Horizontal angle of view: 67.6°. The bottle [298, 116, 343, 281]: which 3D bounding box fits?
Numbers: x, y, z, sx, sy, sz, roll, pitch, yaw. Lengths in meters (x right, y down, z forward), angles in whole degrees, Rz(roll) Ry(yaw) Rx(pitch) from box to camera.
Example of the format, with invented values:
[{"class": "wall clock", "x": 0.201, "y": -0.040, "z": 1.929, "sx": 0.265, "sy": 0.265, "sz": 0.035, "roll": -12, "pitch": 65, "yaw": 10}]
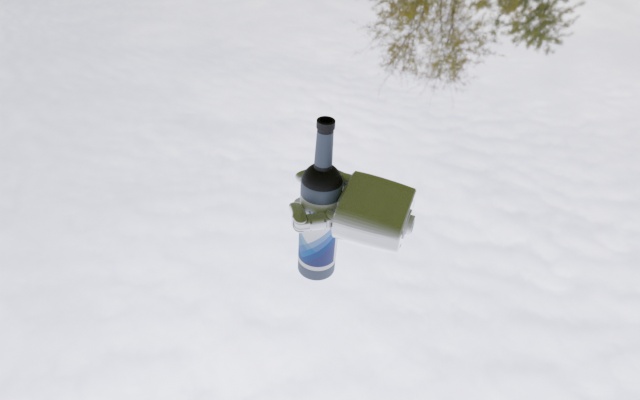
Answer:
[{"class": "bottle", "x": 0.000, "y": 0.003, "z": 0.770, "sx": 0.069, "sy": 0.296, "sz": 0.069, "roll": 2, "pitch": 37, "yaw": -2}]
